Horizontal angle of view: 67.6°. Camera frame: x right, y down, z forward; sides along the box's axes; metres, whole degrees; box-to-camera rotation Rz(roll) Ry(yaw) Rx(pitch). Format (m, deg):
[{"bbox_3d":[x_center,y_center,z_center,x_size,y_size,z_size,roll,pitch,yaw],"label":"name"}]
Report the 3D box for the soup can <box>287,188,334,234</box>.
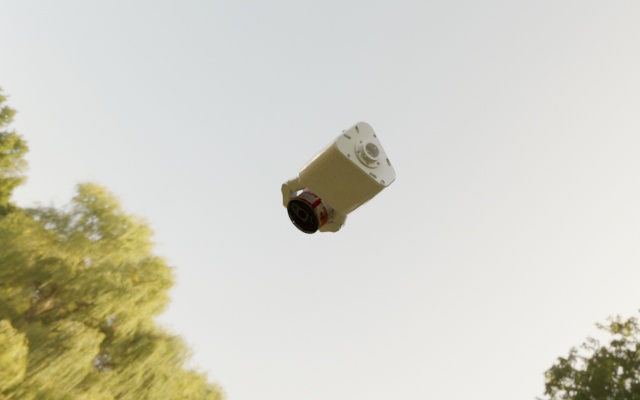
[{"bbox_3d":[0.000,0.003,0.821,0.068,0.068,0.102,0,29,43],"label":"soup can"}]
